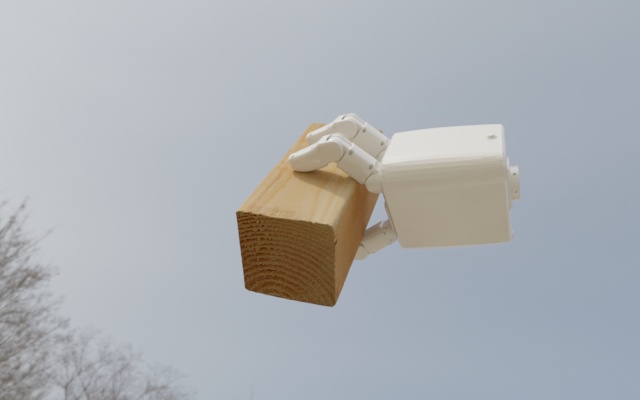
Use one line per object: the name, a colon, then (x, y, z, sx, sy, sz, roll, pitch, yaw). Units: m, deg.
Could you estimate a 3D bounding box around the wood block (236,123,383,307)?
wood block: (0.001, 0.002, 0.495, 0.090, 0.091, 0.206, 8, 32, 16)
